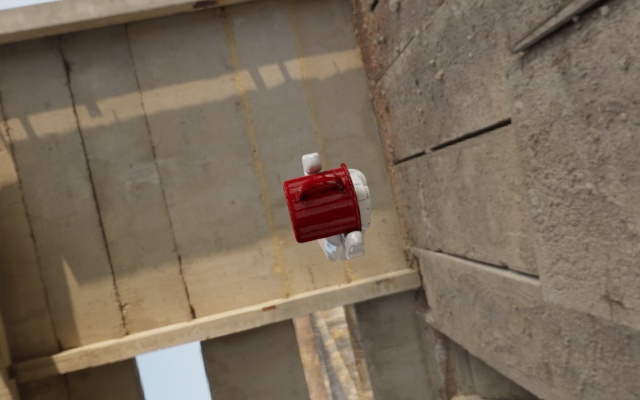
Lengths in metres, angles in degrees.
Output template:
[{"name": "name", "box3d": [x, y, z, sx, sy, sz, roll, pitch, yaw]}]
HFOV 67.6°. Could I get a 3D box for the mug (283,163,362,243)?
[{"name": "mug", "box3d": [0.000, 0.002, 0.589, 0.081, 0.093, 0.117, -13, -21, -4]}]
